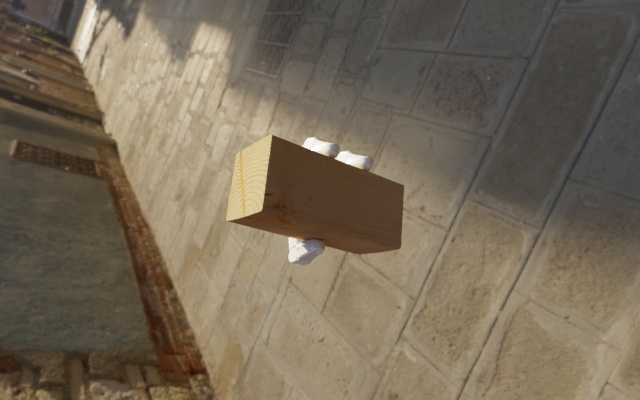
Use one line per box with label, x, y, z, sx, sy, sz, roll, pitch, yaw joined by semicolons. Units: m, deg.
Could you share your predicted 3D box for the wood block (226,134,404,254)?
wood block;0.000;0.002;0.599;0.206;0.090;0.090;17;-19;-33
